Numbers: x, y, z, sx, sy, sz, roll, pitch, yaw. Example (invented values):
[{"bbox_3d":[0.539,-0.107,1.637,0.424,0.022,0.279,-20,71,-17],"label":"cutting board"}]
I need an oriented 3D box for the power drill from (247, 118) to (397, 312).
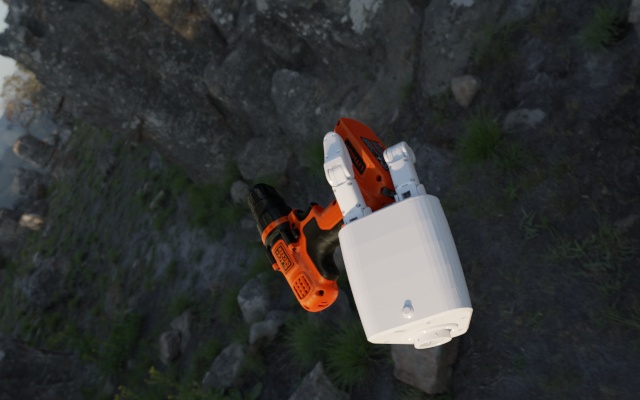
[{"bbox_3d":[0.000,0.002,0.539,0.057,0.184,0.188,4,-47,-48],"label":"power drill"}]
